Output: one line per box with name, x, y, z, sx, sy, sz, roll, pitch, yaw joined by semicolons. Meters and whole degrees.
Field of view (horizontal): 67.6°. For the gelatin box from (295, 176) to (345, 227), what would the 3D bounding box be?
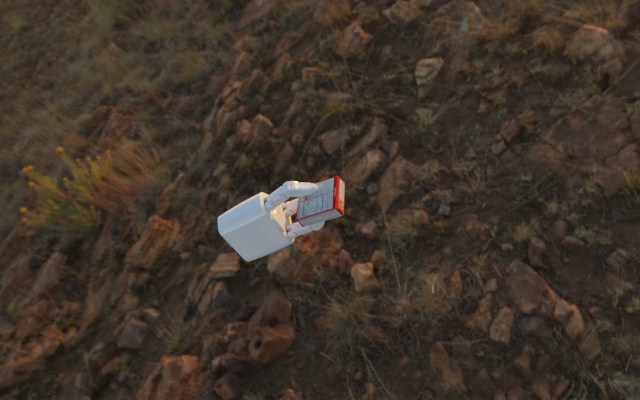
gelatin box;0.000;0.003;0.871;0.089;0.073;0.030;-18;-42;28
